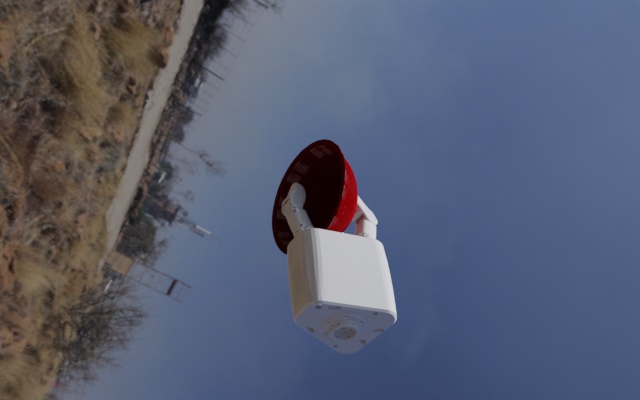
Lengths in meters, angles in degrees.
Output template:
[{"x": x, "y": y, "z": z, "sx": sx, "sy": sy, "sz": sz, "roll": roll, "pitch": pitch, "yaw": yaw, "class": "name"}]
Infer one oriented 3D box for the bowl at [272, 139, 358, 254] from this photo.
[{"x": 0.000, "y": 0.001, "z": 0.647, "sx": 0.055, "sy": 0.162, "sz": 0.162, "roll": 21, "pitch": -12, "yaw": -33, "class": "bowl"}]
